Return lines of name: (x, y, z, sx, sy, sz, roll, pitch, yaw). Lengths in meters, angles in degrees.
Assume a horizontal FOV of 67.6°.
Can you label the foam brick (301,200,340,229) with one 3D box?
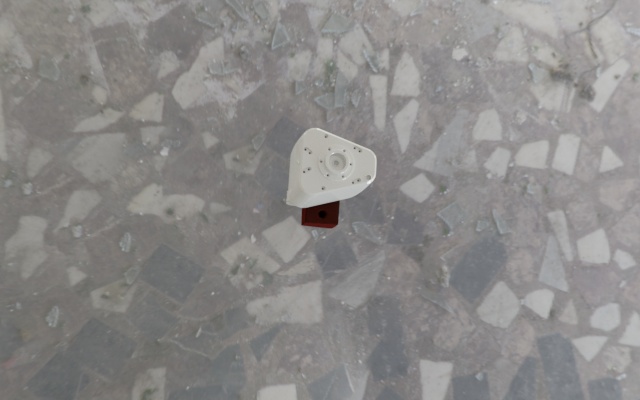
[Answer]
foam brick: (0.000, 0.003, 0.756, 0.053, 0.078, 0.051, 5, -8, -10)
